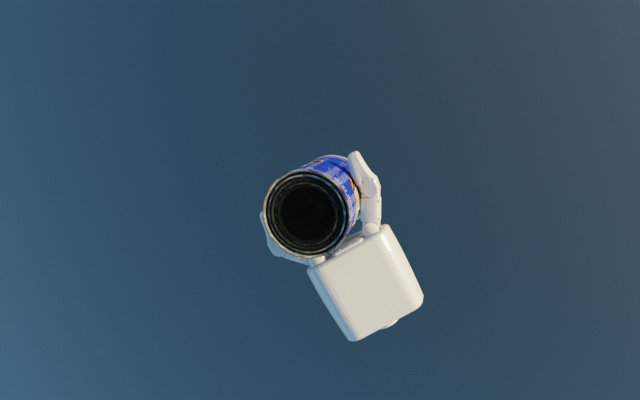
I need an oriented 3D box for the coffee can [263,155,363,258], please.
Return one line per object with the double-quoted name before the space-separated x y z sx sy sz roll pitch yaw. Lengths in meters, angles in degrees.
"coffee can" 0.000 0.002 0.598 0.103 0.103 0.140 0 12 14
